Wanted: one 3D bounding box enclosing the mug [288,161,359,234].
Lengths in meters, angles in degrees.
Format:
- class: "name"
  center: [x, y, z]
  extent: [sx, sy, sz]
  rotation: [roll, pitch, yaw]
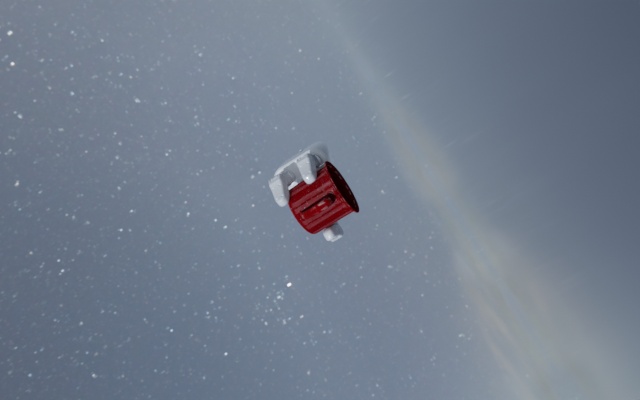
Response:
- class: "mug"
  center: [0.000, 0.003, 0.729]
  extent: [0.081, 0.093, 0.117]
  rotation: [-32, 10, 14]
